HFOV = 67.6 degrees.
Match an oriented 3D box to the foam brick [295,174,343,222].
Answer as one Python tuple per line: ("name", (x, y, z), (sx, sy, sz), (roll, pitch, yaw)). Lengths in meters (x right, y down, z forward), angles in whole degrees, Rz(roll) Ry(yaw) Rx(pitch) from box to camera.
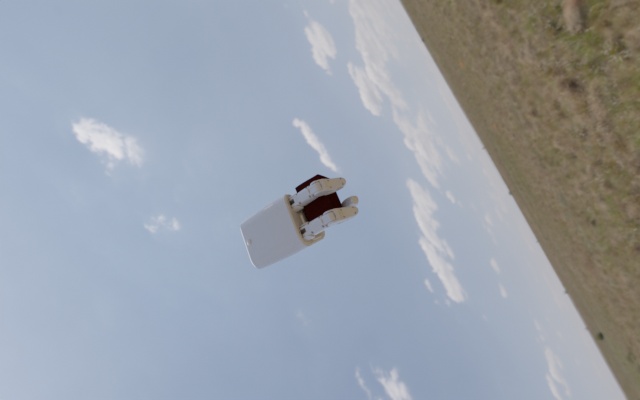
("foam brick", (0.000, 0.002, 0.822), (0.051, 0.078, 0.053), (-30, -21, 20))
